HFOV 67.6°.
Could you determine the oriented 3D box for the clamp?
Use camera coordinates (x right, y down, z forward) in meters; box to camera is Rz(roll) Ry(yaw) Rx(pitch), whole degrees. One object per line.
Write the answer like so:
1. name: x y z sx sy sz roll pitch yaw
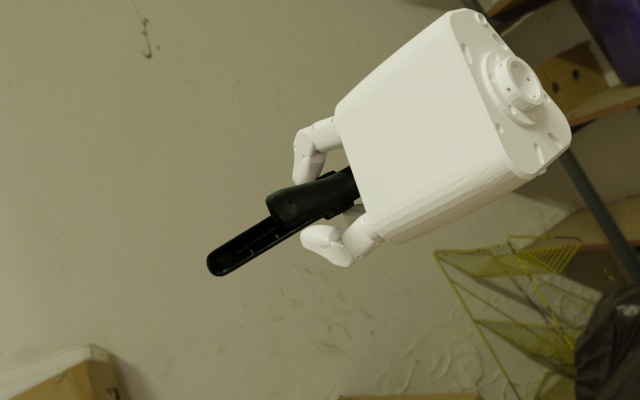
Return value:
1. clamp: 0.000 0.000 0.423 0.210 0.036 0.165 -27 -5 -41
